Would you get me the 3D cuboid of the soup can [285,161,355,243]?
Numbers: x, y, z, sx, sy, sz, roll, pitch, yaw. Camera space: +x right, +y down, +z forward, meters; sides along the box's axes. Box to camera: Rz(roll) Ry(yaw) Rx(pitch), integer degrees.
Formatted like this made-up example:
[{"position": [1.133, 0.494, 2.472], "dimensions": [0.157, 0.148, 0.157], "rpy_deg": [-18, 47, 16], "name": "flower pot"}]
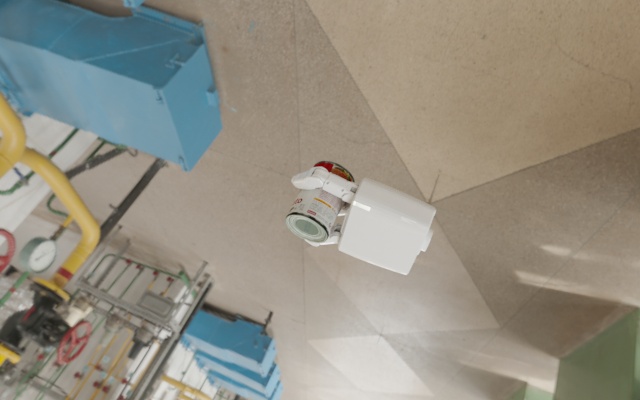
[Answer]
[{"position": [0.000, 0.002, 0.690], "dimensions": [0.068, 0.102, 0.069], "rpy_deg": [19, -32, 13], "name": "soup can"}]
